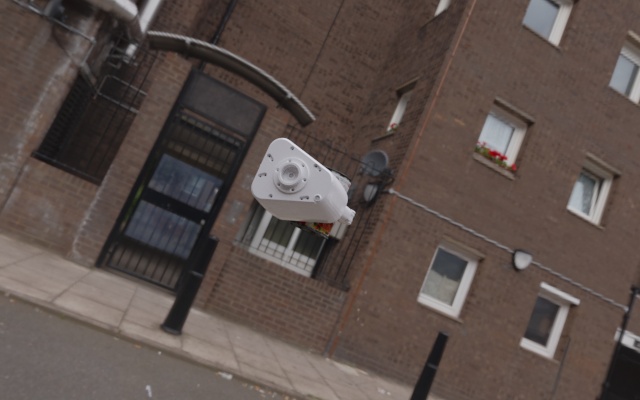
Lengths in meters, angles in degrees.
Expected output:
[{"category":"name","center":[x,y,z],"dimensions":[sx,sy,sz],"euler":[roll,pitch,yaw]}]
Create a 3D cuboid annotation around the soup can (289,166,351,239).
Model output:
[{"category":"soup can","center":[0.000,0.002,0.768],"dimensions":[0.068,0.102,0.068],"euler":[23,-9,4]}]
